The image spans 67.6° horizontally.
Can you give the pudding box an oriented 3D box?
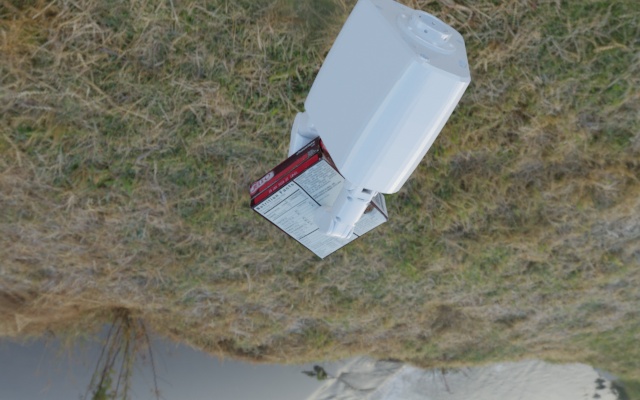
[{"bbox_3d":[0.000,0.002,0.468,0.090,0.039,0.113,-33,-52,22],"label":"pudding box"}]
